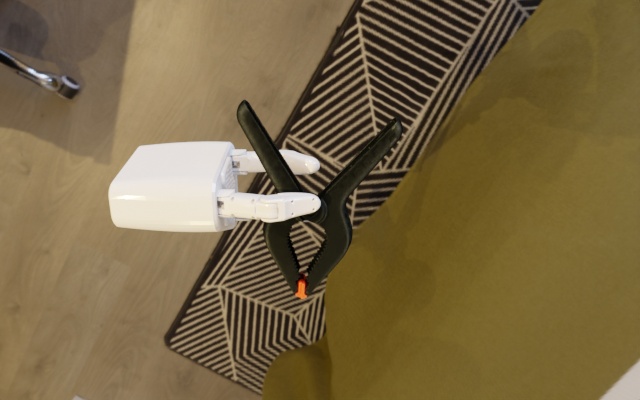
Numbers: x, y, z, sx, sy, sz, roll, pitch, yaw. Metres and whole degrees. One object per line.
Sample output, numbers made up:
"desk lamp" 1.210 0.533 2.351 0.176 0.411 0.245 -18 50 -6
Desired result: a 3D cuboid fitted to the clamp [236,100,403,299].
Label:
"clamp" 0.000 0.002 0.497 0.164 0.210 0.036 0 16 1
